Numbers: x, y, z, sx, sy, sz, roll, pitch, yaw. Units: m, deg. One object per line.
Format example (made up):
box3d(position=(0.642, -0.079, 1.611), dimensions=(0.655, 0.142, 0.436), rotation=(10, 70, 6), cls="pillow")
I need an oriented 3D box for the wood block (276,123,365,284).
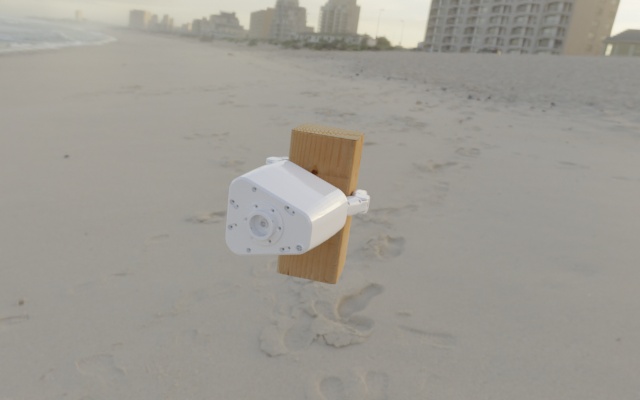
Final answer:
box3d(position=(0.000, 0.002, 0.686), dimensions=(0.091, 0.206, 0.090), rotation=(10, 17, 9), cls="wood block")
